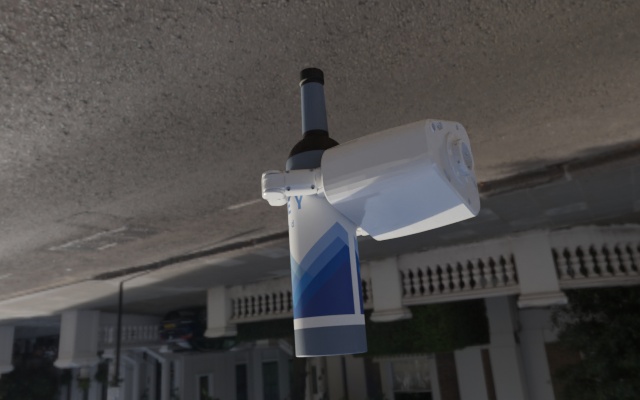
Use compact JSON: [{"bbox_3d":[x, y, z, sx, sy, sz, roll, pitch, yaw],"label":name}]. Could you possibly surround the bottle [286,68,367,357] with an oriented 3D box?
[{"bbox_3d":[0.000,0.002,0.483,0.069,0.295,0.069,-4,-16,-1],"label":"bottle"}]
